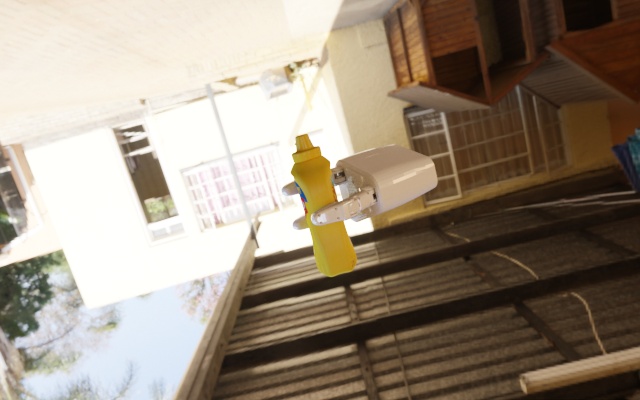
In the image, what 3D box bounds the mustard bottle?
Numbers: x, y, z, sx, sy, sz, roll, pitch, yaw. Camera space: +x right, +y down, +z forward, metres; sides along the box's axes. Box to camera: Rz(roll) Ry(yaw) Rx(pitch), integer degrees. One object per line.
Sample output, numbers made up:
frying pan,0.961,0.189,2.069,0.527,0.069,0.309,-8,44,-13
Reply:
mustard bottle,0.000,0.003,0.661,0.058,0.192,0.096,-15,12,0
